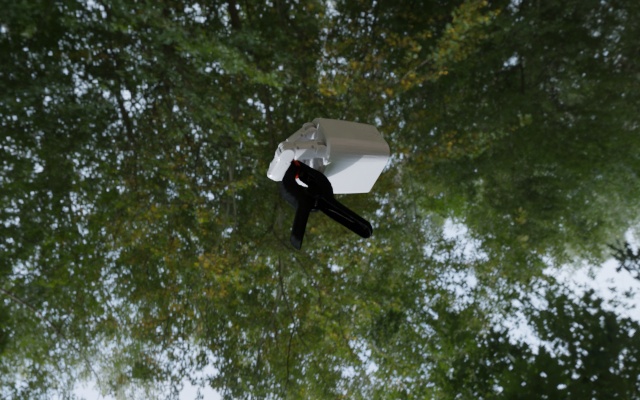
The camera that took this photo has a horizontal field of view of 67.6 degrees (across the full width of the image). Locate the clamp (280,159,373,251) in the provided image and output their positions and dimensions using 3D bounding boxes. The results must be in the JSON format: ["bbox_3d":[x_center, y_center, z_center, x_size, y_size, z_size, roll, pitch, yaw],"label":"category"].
[{"bbox_3d":[0.000,0.003,0.688,0.120,0.039,0.171,4,43,-24],"label":"clamp"}]
